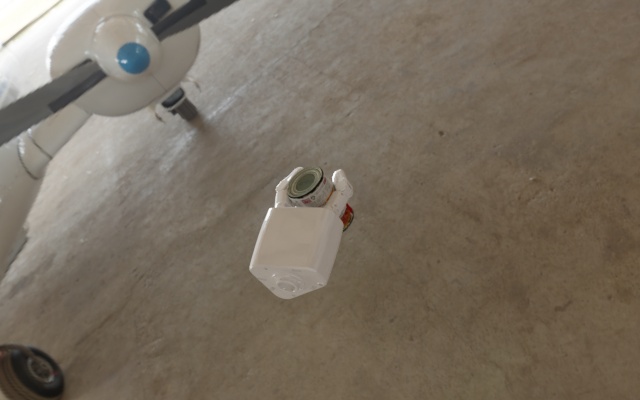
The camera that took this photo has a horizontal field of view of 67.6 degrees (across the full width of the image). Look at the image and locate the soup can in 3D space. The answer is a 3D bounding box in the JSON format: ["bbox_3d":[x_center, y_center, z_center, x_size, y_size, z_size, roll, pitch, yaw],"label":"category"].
[{"bbox_3d":[0.000,0.002,0.761,0.068,0.068,0.102,0,-39,41],"label":"soup can"}]
